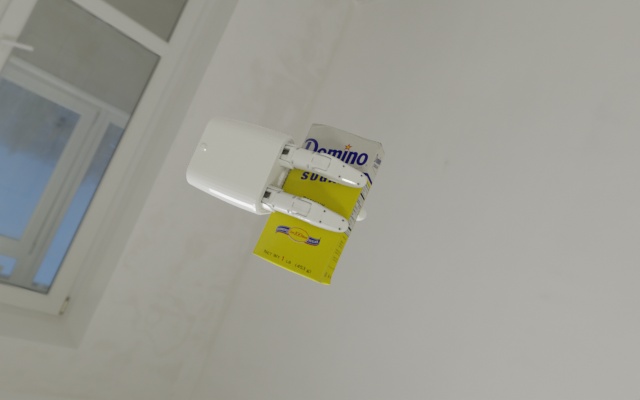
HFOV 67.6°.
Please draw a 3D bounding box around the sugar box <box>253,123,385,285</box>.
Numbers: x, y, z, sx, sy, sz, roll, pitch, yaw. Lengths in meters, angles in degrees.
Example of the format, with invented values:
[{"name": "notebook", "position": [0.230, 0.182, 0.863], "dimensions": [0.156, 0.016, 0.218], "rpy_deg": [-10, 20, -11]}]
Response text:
[{"name": "sugar box", "position": [0.000, 0.002, 0.567], "dimensions": [0.093, 0.176, 0.048], "rpy_deg": [20, -8, 19]}]
